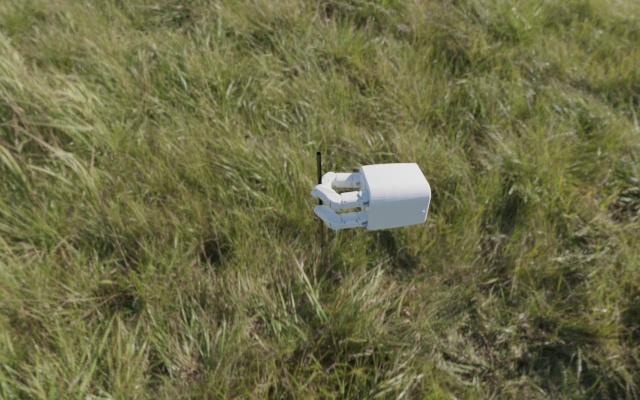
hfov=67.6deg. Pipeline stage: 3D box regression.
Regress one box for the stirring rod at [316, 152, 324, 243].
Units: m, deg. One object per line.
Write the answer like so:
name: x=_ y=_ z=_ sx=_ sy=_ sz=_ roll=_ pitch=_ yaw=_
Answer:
stirring rod: x=0.000 y=0.003 z=0.868 sx=0.011 sy=0.011 sz=0.240 roll=0 pitch=-41 yaw=2
